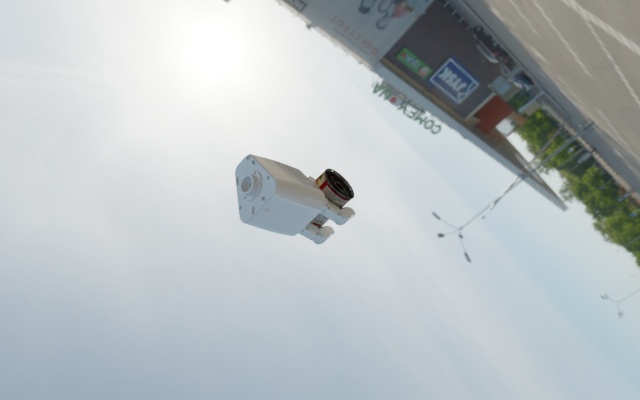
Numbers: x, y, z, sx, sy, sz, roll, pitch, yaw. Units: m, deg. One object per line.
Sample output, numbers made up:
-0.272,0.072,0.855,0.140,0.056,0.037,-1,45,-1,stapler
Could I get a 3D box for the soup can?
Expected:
0.000,0.003,0.832,0.102,0.068,0.068,-44,-22,24,soup can
